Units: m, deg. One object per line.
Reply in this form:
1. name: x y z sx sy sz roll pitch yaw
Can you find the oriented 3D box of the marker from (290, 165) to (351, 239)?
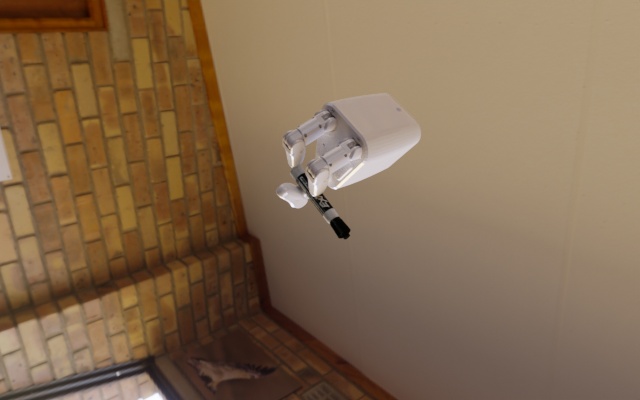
1. marker: 0.000 0.002 0.619 0.020 0.121 0.020 -30 -25 -16
